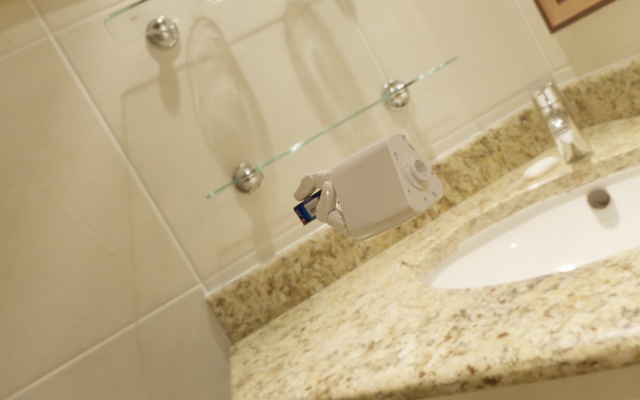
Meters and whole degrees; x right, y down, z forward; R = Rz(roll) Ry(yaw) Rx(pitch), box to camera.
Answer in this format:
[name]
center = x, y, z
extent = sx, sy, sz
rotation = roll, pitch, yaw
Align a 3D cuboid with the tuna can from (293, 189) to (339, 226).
[tuna can]
center = 0.000, 0.002, 0.747
extent = 0.086, 0.034, 0.086
rotation = -34, 1, 1
